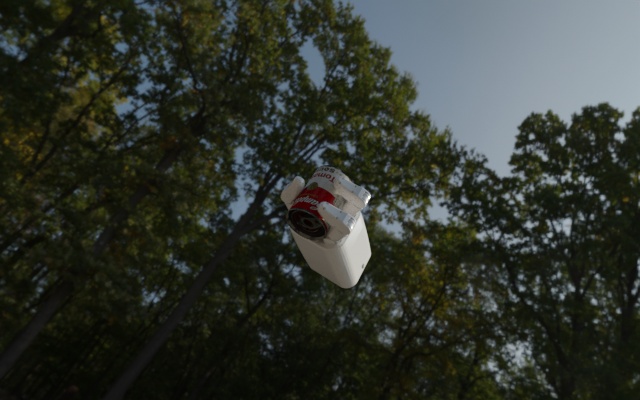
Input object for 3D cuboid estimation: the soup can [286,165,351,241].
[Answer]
[{"bbox_3d":[0.000,0.002,0.739,0.068,0.068,0.102,0,44,38],"label":"soup can"}]
